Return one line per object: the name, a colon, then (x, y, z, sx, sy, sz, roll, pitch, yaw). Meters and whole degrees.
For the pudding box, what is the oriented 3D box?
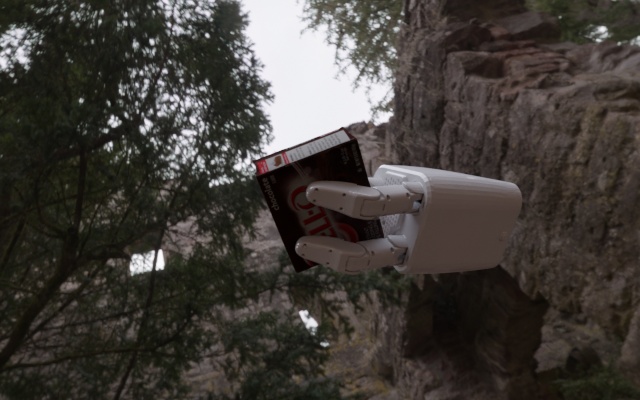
pudding box: (0.000, 0.001, 0.430, 0.090, 0.113, 0.039, -22, 30, -4)
